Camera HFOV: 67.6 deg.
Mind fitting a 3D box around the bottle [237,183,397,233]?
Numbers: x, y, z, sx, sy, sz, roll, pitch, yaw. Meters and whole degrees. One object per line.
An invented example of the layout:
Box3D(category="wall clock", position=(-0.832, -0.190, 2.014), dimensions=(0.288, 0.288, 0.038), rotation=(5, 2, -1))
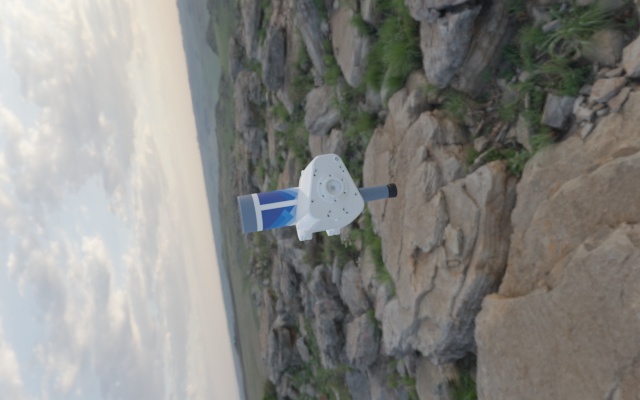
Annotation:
Box3D(category="bottle", position=(0.000, 0.003, 0.876), dimensions=(0.295, 0.069, 0.069), rotation=(-9, 2, -13))
